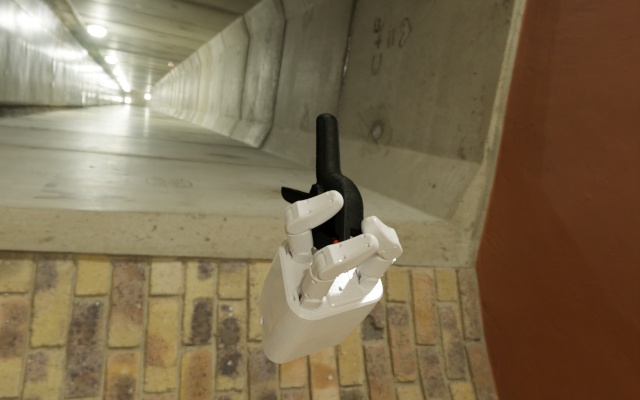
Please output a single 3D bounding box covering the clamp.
[{"bbox_3d":[0.001,0.002,0.508,0.039,0.171,0.120,8,-44,-23],"label":"clamp"}]
